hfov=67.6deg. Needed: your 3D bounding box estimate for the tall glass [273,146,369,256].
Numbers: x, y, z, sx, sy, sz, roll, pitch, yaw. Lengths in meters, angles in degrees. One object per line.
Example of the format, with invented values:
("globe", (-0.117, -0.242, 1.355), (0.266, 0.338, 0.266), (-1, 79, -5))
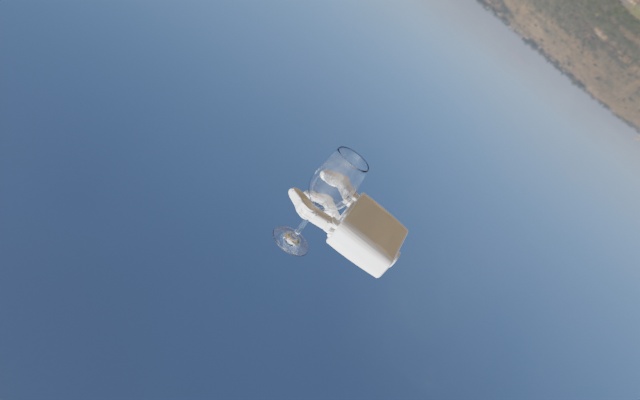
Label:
("tall glass", (0.000, 0.003, 0.818), (0.079, 0.201, 0.079), (28, 28, -17))
